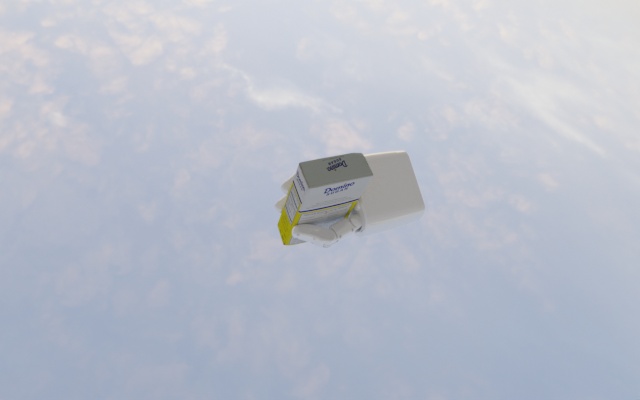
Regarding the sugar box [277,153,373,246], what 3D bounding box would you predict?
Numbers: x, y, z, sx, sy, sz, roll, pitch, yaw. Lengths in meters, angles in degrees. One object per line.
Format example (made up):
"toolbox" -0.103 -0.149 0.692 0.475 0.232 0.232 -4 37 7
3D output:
"sugar box" 0.000 0.002 0.670 0.093 0.048 0.176 -12 -28 -22
